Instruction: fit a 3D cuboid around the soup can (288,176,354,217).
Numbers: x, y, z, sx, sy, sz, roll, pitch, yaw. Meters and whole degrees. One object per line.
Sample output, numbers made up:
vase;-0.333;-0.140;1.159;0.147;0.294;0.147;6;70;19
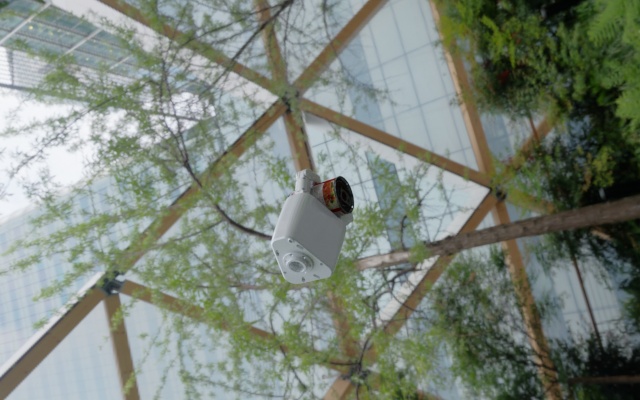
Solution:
soup can;0.000;0.002;0.852;0.102;0.068;0.068;-17;-8;28
